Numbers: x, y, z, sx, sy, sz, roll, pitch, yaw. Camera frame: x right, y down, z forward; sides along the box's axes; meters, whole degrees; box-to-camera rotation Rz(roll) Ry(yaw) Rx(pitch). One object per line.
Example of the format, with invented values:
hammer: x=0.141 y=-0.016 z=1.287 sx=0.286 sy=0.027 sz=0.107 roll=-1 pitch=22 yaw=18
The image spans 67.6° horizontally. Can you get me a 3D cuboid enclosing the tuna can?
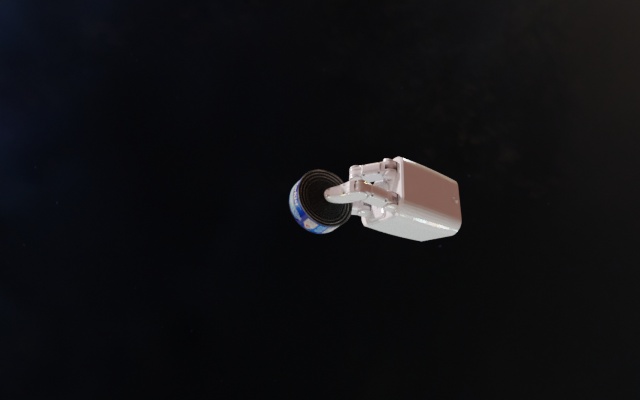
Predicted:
tuna can: x=0.000 y=0.002 z=0.665 sx=0.086 sy=0.086 sz=0.034 roll=0 pitch=-23 yaw=-32
